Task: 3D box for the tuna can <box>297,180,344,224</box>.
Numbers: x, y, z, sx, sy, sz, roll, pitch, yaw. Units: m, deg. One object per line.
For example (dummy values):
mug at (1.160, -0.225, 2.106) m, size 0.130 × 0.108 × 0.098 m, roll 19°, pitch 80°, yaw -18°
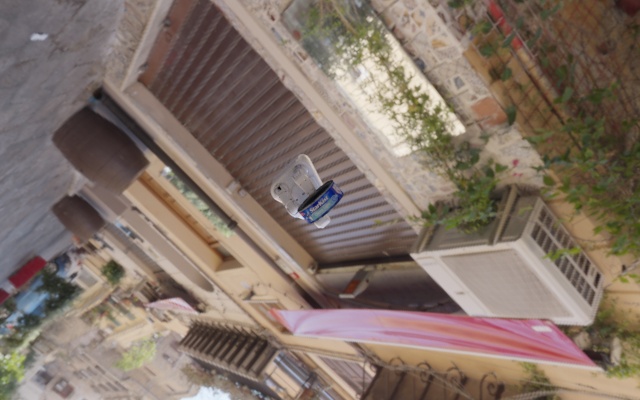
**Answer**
tuna can at (0.001, 0.003, 0.863) m, size 0.086 × 0.034 × 0.086 m, roll -40°, pitch 9°, yaw 8°
